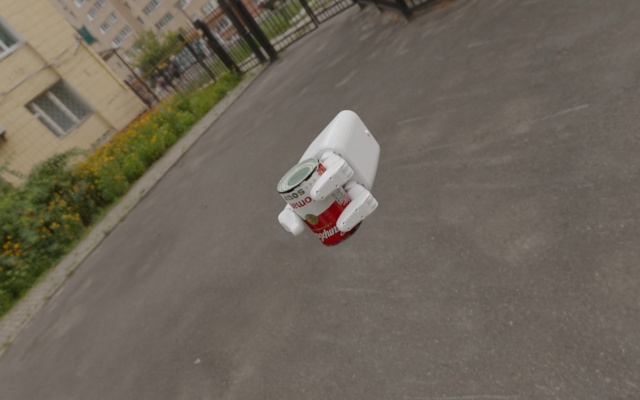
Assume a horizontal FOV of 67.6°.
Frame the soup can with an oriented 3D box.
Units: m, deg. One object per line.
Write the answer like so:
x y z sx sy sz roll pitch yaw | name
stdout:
0.000 0.002 0.627 0.068 0.102 0.068 -33 24 16 | soup can
